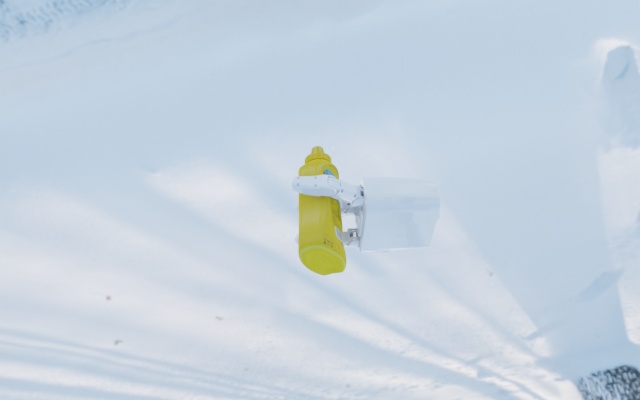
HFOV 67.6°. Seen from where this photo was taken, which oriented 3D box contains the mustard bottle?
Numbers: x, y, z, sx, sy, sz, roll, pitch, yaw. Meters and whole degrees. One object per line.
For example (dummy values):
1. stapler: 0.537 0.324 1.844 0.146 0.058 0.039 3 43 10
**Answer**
1. mustard bottle: 0.000 0.002 0.681 0.058 0.191 0.096 -13 -33 17
